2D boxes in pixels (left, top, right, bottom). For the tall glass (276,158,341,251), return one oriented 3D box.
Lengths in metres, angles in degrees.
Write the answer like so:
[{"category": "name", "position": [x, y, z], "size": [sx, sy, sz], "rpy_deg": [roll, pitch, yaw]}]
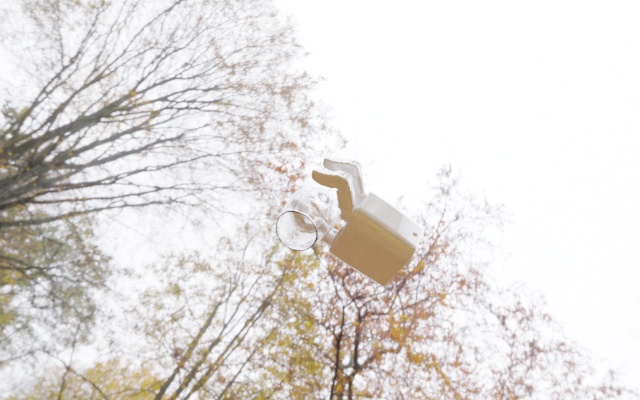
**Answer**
[{"category": "tall glass", "position": [0.000, 0.002, 0.734], "size": [0.079, 0.079, 0.201], "rpy_deg": [0, 23, 22]}]
